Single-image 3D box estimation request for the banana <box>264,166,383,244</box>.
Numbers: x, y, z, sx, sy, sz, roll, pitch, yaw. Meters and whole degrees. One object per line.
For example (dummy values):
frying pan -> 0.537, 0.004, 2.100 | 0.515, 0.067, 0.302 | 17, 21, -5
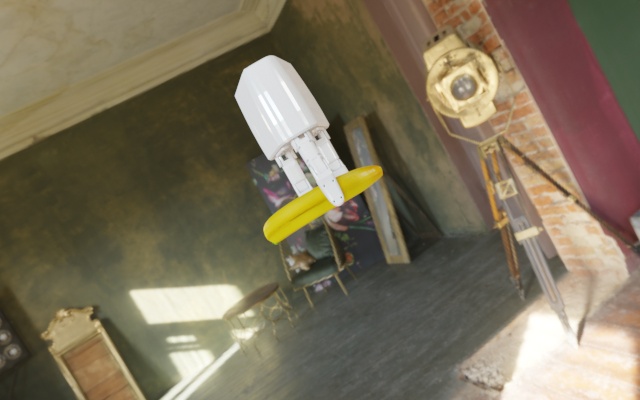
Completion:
banana -> -0.009, 0.007, 0.634 | 0.198, 0.037, 0.069 | -32, -4, 23
